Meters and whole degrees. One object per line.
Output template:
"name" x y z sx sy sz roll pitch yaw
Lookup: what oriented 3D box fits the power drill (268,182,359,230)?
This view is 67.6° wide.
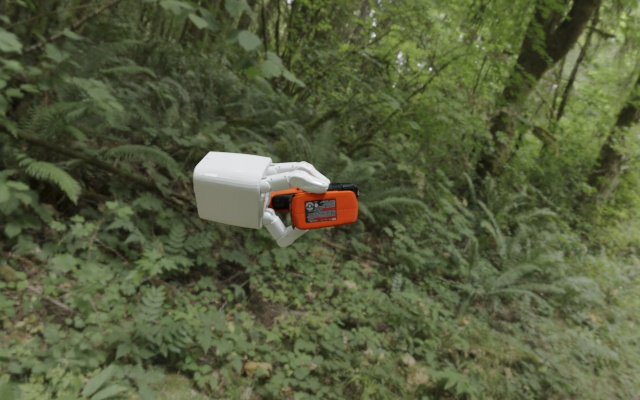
"power drill" 0.000 0.003 0.825 0.184 0.057 0.187 -8 8 -14
